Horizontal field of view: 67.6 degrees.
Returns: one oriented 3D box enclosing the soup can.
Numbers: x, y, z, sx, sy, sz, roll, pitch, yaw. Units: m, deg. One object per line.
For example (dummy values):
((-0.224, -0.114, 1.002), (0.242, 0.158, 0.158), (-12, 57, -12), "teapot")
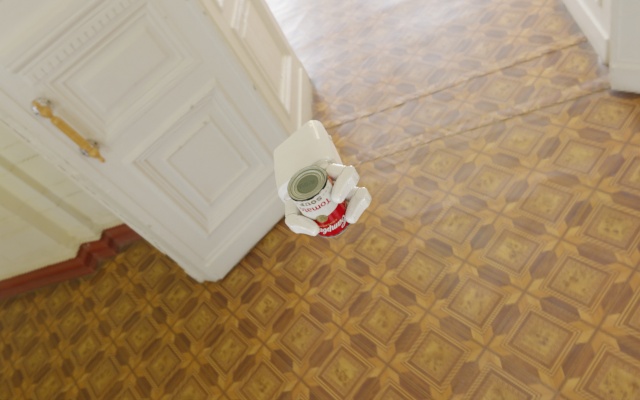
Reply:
((0.000, 0.003, 0.741), (0.068, 0.068, 0.102), (0, -36, 30), "soup can")
